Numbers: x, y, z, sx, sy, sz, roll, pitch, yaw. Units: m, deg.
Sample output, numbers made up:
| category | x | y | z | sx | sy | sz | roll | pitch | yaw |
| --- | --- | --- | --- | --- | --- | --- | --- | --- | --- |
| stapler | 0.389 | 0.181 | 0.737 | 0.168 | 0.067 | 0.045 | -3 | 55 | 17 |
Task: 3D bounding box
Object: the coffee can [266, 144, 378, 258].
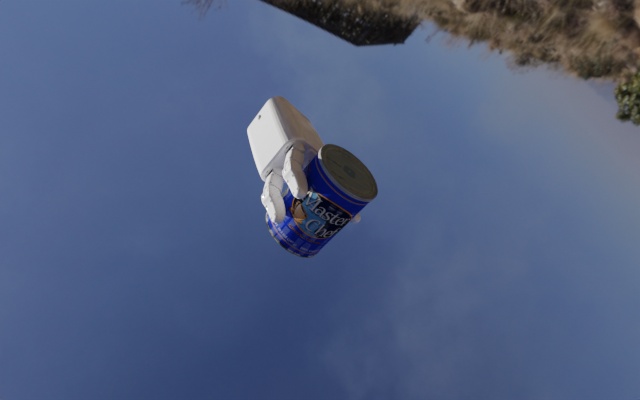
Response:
| category | x | y | z | sx | sy | sz | roll | pitch | yaw |
| --- | --- | --- | --- | --- | --- | --- | --- | --- | --- |
| coffee can | 0.000 | 0.002 | 0.700 | 0.103 | 0.102 | 0.140 | 0 | -39 | -50 |
